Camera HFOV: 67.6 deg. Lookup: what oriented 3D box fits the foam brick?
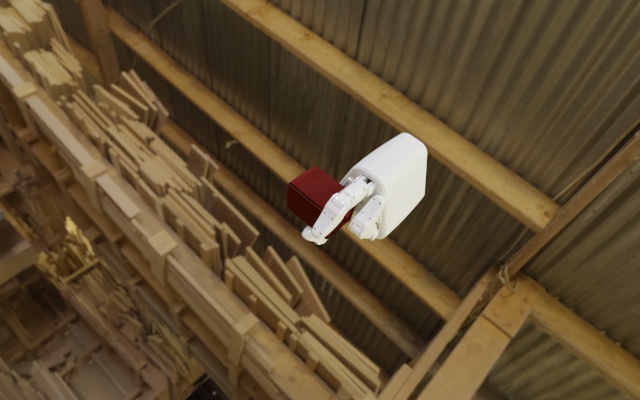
[{"bbox_3d":[0.000,0.002,0.637,0.078,0.053,0.051,39,57,20],"label":"foam brick"}]
